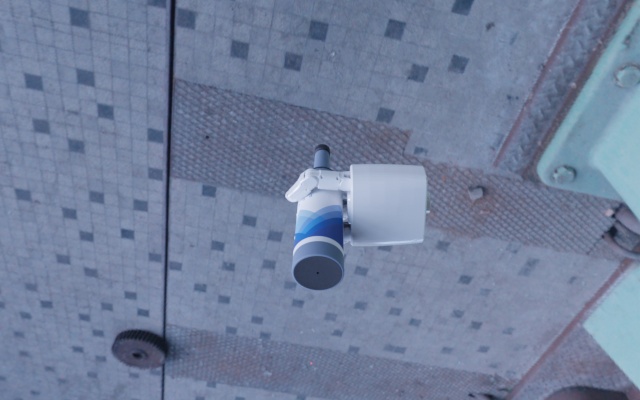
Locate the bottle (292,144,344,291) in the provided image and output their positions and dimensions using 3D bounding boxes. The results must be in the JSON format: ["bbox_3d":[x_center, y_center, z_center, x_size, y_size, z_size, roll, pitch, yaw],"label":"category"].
[{"bbox_3d":[0.000,0.002,0.716,0.069,0.069,0.295,0,38,2],"label":"bottle"}]
